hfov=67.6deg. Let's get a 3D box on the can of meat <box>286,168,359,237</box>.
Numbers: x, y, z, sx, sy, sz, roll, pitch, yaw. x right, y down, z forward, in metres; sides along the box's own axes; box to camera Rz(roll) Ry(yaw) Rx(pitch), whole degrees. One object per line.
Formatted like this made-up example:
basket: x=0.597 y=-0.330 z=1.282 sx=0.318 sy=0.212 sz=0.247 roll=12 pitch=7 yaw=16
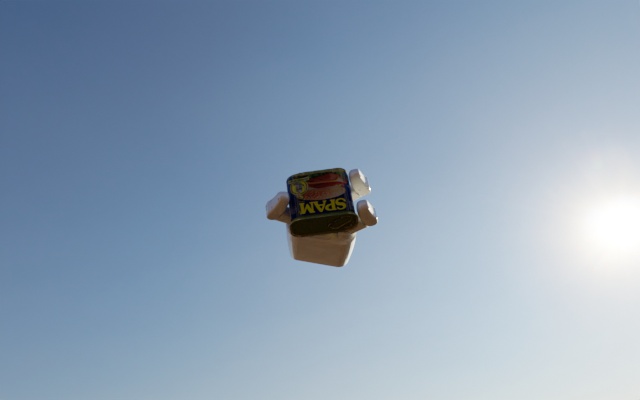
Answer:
can of meat: x=0.000 y=0.002 z=0.724 sx=0.102 sy=0.084 sz=0.057 roll=-7 pitch=-30 yaw=-3
